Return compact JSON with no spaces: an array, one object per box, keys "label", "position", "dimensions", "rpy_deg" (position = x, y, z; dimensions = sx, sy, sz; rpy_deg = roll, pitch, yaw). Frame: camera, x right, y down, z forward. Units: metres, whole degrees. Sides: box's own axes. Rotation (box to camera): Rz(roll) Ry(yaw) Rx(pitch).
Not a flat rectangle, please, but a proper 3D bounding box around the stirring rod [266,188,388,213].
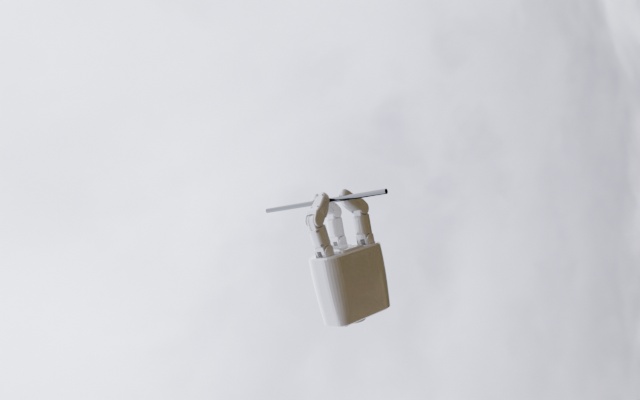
[{"label":"stirring rod","position":[0.000,0.002,0.735],"dimensions":[0.239,0.011,0.011],"rpy_deg":[-9,-6,40]}]
